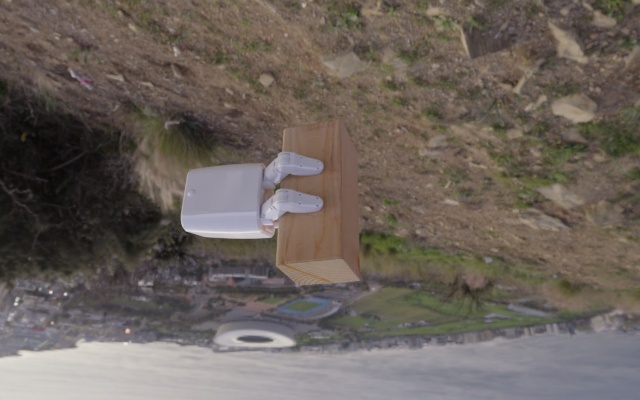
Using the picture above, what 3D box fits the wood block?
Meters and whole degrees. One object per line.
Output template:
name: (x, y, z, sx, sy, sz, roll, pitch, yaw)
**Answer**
wood block: (0.000, 0.002, 0.659, 0.090, 0.206, 0.091, -7, -28, 16)
